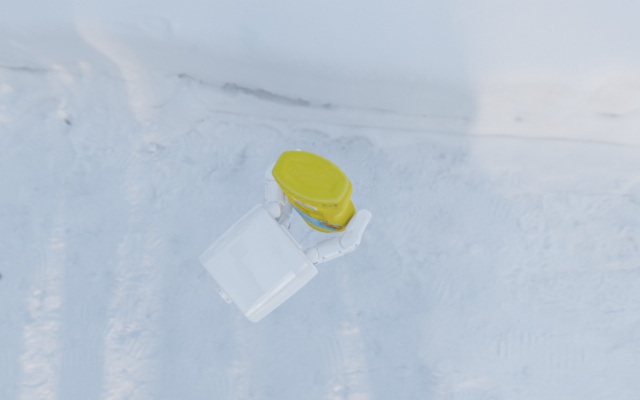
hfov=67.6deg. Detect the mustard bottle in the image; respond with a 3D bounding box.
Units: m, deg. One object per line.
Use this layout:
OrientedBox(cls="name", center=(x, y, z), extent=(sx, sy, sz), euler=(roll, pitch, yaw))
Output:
OrientedBox(cls="mustard bottle", center=(0.000, 0.002, 0.637), extent=(0.096, 0.058, 0.192), euler=(23, -14, 15))
